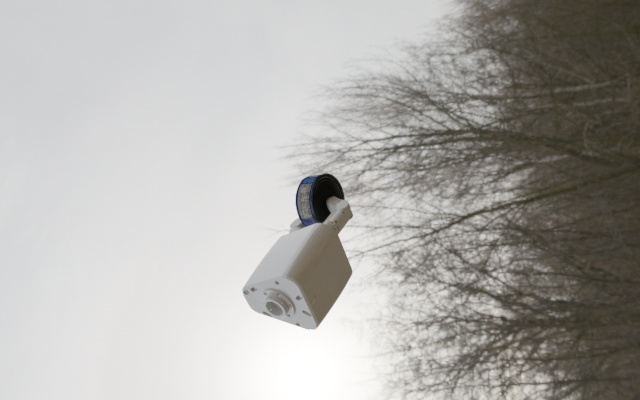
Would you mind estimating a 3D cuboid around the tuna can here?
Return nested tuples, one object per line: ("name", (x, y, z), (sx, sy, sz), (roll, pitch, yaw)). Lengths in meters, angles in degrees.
("tuna can", (0.000, 0.002, 0.732), (0.034, 0.086, 0.086), (-4, -3, 37))
